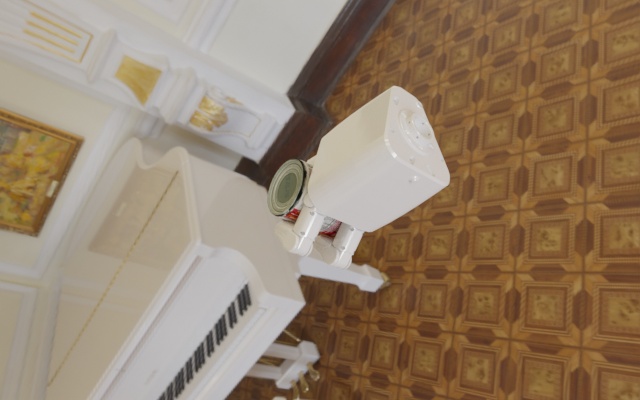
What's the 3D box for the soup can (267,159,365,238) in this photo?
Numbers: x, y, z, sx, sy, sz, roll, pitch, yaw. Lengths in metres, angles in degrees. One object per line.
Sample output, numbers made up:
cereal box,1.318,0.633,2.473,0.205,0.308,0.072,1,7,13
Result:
soup can,0.000,0.002,0.541,0.102,0.068,0.068,23,-13,-34
